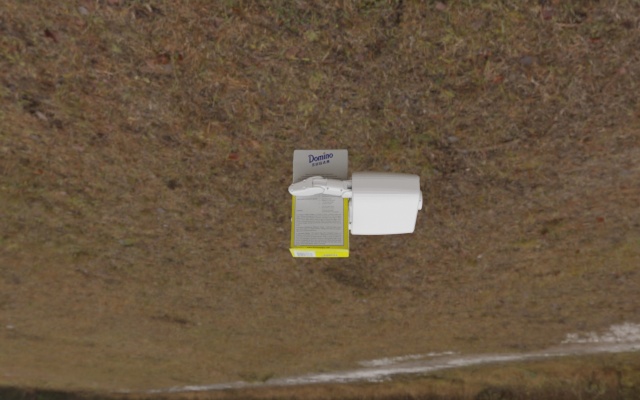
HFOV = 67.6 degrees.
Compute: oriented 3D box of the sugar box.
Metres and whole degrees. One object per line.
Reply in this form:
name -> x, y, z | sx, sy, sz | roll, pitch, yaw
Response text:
sugar box -> 0.000, 0.003, 0.783 | 0.093, 0.176, 0.048 | 0, -24, 3
